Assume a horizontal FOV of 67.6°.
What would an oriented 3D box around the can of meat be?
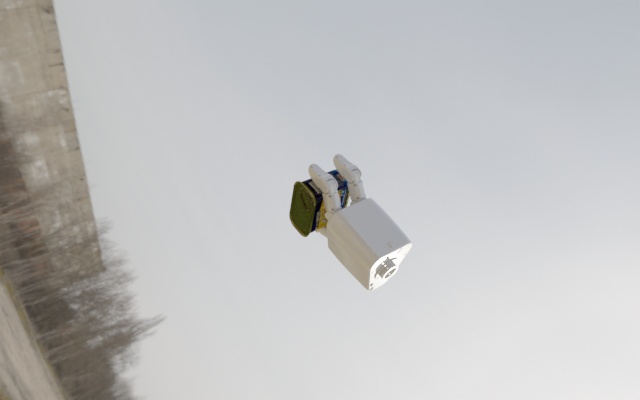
[{"bbox_3d":[0.000,0.003,0.814,0.084,0.102,0.057,-22,52,-32],"label":"can of meat"}]
